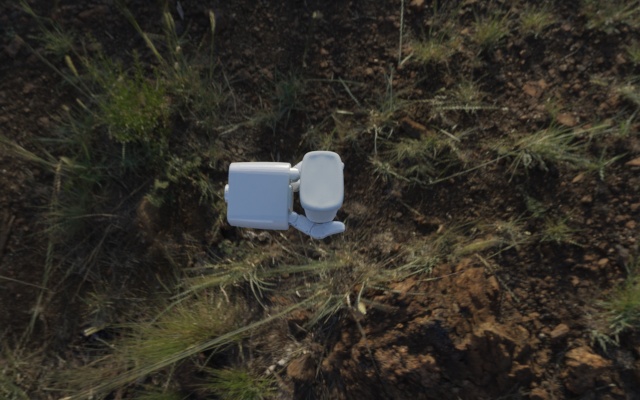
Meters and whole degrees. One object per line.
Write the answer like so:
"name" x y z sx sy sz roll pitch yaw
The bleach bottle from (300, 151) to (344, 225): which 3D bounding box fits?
"bleach bottle" 0.000 0.003 0.847 0.068 0.102 0.251 1 -17 -1
